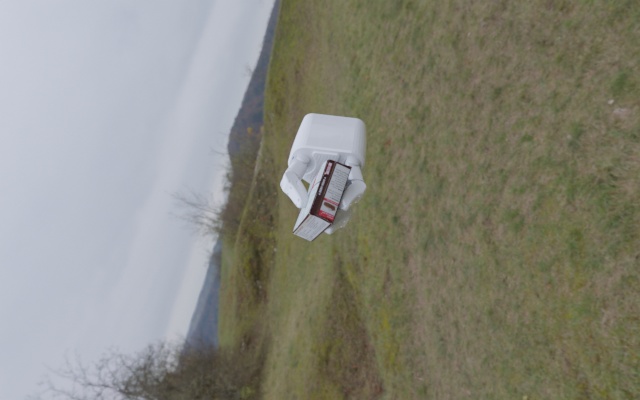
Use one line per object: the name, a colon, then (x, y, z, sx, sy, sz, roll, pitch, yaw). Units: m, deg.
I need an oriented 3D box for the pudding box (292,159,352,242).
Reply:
pudding box: (0.000, 0.002, 0.684, 0.039, 0.090, 0.113, 21, -21, -6)
